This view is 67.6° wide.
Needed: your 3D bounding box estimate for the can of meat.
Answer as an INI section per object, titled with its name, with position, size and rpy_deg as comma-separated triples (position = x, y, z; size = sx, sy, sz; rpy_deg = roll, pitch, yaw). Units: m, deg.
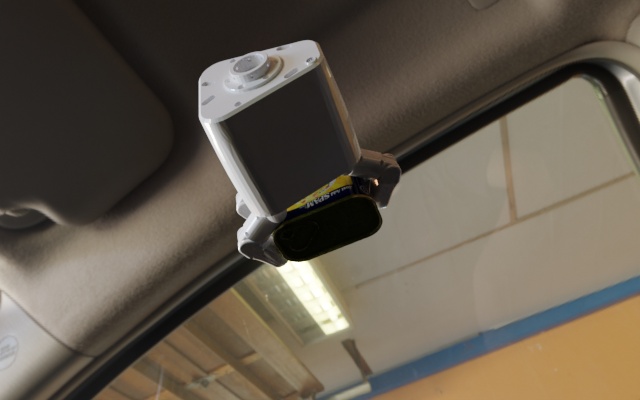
[can of meat]
position = 0.000, 0.001, 0.476
size = 0.102, 0.084, 0.057
rpy_deg = -22, -47, 7
